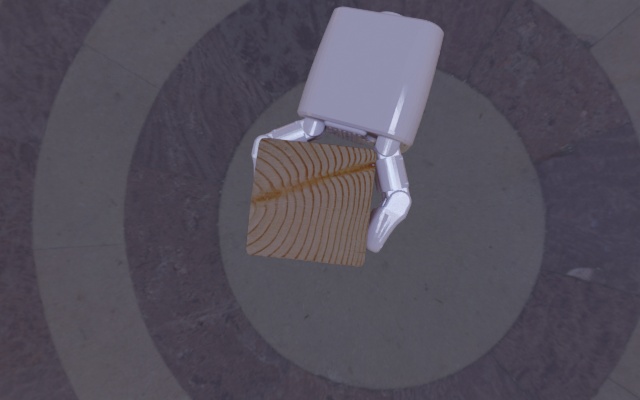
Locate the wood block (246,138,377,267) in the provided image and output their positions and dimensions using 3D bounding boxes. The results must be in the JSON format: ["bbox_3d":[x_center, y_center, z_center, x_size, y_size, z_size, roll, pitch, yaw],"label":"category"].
[{"bbox_3d":[0.000,0.001,0.454,0.091,0.090,0.206,7,0,4],"label":"wood block"}]
